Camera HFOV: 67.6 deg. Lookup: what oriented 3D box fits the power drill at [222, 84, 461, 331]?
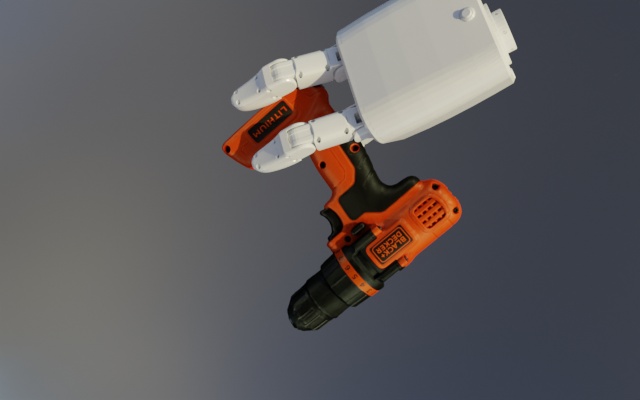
[{"bbox_3d":[0.000,0.001,0.428,0.184,0.187,0.057,-41,-2,8],"label":"power drill"}]
